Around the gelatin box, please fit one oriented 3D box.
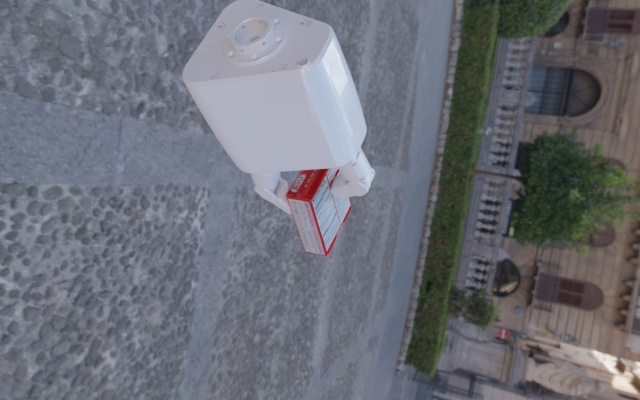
[{"bbox_3d":[0.001,0.002,0.495,0.030,0.073,0.089,9,-41,25],"label":"gelatin box"}]
